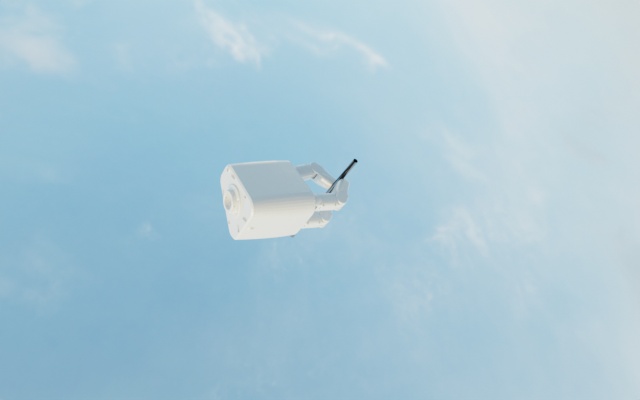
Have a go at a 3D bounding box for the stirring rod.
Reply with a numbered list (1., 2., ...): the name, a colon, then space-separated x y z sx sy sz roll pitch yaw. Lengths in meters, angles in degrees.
1. stirring rod: 0.000 0.003 0.830 0.011 0.011 0.240 0 -33 -33
